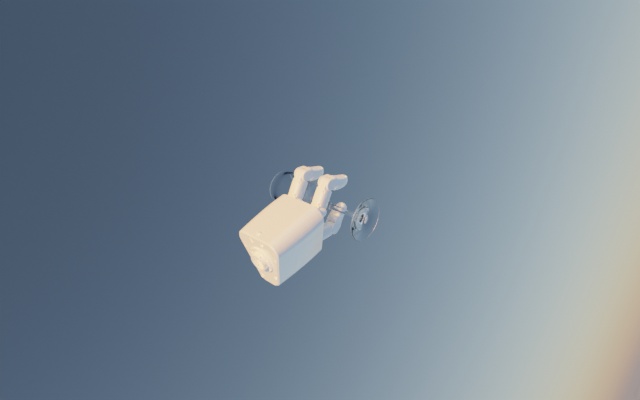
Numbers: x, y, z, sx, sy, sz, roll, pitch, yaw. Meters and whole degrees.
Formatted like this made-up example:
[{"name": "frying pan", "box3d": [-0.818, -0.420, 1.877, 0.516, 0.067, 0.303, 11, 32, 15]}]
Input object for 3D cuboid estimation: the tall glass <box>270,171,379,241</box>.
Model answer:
[{"name": "tall glass", "box3d": [0.001, 0.003, 0.842, 0.201, 0.079, 0.079, 22, 14, 37]}]
